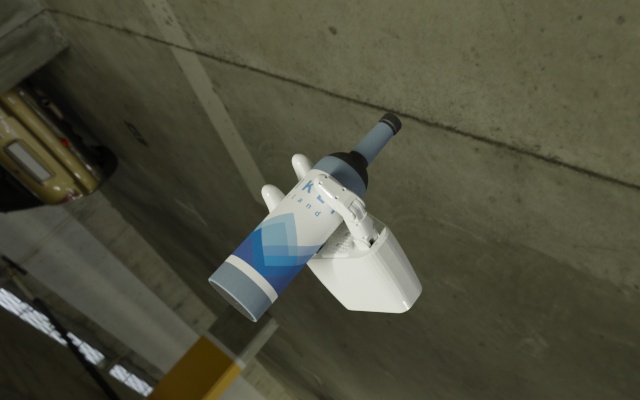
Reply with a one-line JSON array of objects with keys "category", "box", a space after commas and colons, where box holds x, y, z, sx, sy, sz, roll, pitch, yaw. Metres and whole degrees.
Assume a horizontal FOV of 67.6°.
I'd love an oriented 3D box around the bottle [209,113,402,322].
[{"category": "bottle", "box": [0.000, 0.002, 0.546, 0.295, 0.069, 0.069, -48, 22, -22]}]
